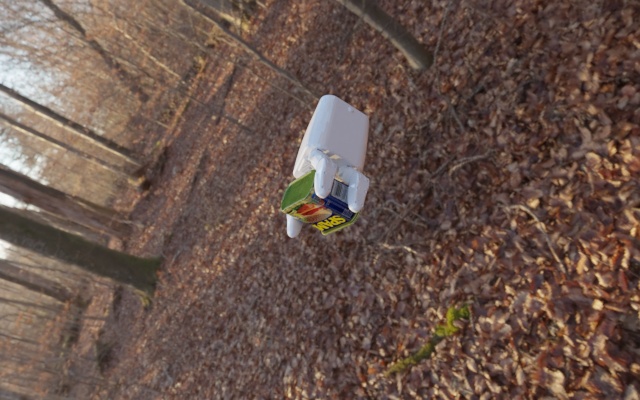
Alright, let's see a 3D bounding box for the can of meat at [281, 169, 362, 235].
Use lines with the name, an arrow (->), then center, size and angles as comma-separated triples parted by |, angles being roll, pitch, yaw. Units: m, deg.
can of meat -> 0.000, 0.002, 0.706 | 0.084, 0.057, 0.102 | 28, -29, -23
